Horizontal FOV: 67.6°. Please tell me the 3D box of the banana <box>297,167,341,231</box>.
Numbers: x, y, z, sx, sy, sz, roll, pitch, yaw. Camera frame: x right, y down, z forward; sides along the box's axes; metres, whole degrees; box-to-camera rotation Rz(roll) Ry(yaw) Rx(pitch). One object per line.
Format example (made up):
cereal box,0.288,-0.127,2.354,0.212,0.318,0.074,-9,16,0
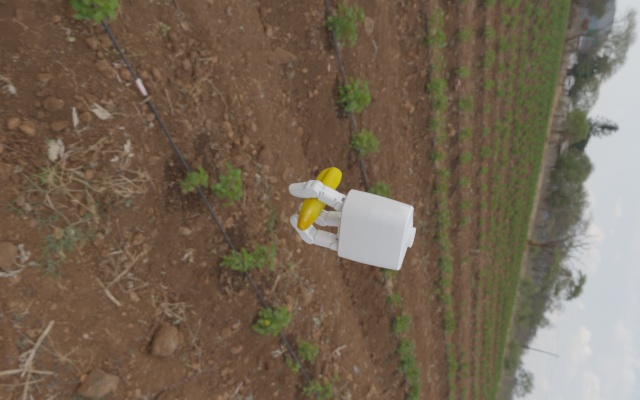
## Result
banana,0.005,-0.015,0.838,0.037,0.070,0.197,18,26,9
